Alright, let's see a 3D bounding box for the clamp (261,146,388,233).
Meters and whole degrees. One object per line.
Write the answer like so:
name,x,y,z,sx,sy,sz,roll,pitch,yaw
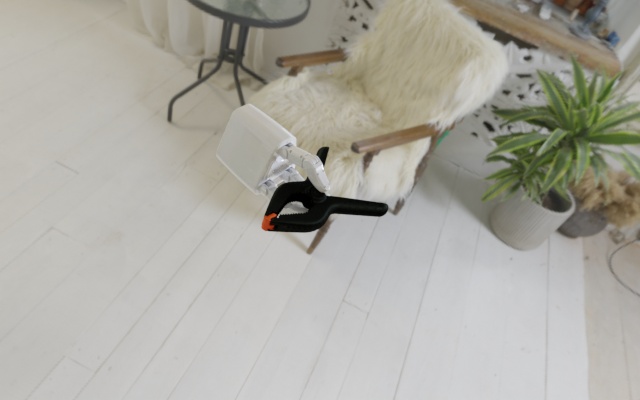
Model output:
clamp,0.000,0.002,0.756,0.164,0.036,0.210,40,48,17
